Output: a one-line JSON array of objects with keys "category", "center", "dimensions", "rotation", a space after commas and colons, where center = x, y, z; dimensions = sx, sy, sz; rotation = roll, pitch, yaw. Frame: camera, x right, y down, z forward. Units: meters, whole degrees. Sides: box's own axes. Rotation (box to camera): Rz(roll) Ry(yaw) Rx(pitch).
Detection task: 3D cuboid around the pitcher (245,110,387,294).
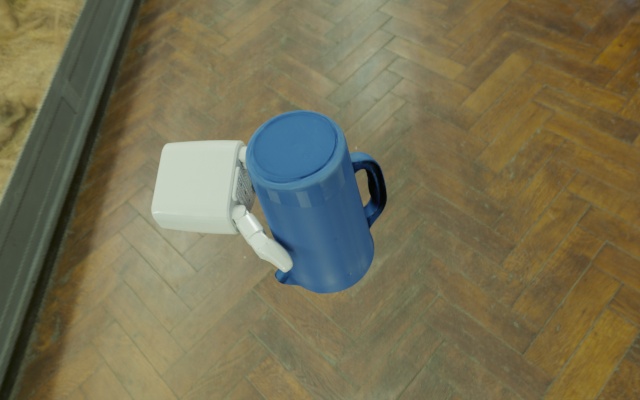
[{"category": "pitcher", "center": [0.000, 0.002, 0.590], "dimensions": [0.145, 0.149, 0.243], "rotation": [4, -32, 13]}]
